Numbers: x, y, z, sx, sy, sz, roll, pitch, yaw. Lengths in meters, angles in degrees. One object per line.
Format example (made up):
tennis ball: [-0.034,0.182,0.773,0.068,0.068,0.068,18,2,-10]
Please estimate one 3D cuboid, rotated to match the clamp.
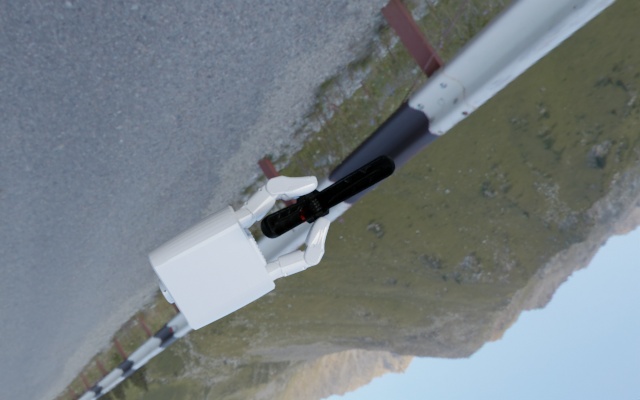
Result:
clamp: [0.000,0.003,0.595,0.164,0.036,0.210,-27,-1,-9]
